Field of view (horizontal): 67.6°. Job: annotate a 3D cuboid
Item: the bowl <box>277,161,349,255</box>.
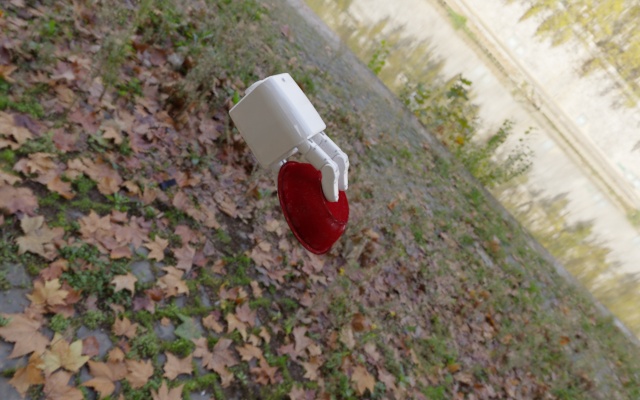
[{"bbox_3d":[0.001,0.003,0.761,0.055,0.162,0.162,-21,-9,25],"label":"bowl"}]
